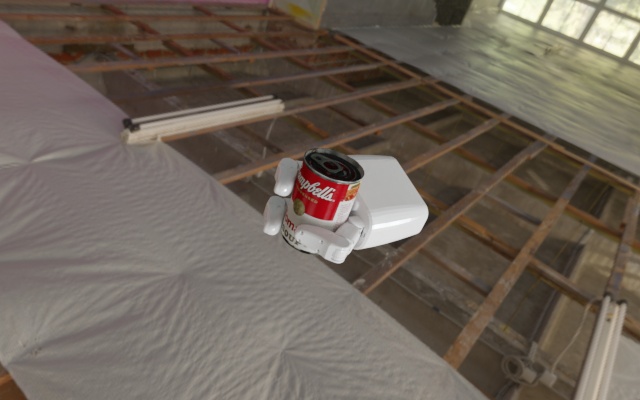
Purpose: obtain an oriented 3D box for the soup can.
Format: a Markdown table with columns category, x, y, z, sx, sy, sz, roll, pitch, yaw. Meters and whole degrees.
| category | x | y | z | sx | sy | sz | roll | pitch | yaw |
| --- | --- | --- | --- | --- | --- | --- | --- | --- | --- |
| soup can | 0.000 | 0.002 | 0.534 | 0.068 | 0.102 | 0.068 | 15 | 31 | -9 |
